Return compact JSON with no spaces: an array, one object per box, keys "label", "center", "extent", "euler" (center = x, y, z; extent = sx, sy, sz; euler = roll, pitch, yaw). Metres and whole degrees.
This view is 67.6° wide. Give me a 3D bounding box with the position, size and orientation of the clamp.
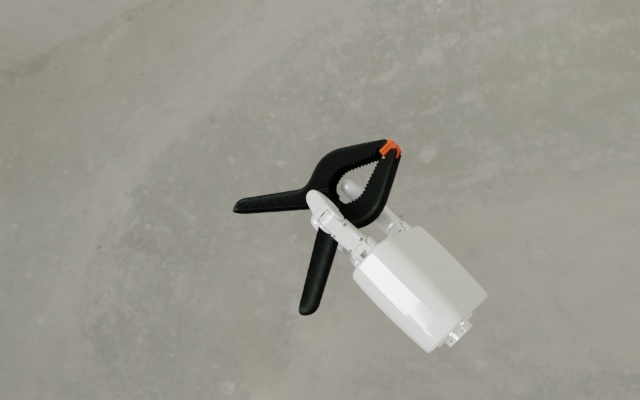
[{"label":"clamp","center":[0.000,0.001,0.543],"extent":[0.164,0.210,0.036],"euler":[46,11,22]}]
